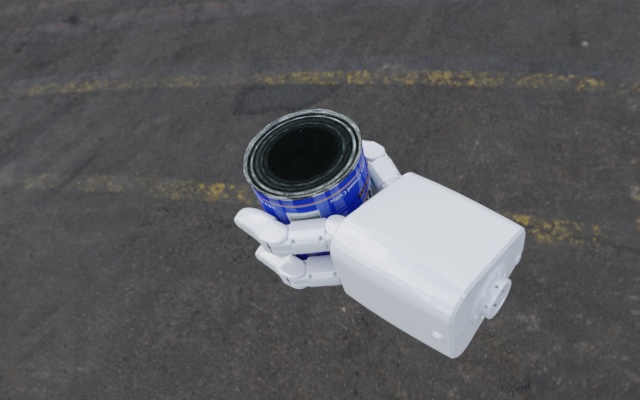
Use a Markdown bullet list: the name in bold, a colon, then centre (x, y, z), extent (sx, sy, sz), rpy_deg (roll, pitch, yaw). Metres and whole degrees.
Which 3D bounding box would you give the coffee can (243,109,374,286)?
- **coffee can**: centre (0.000, 0.001, 0.448), extent (0.103, 0.102, 0.140), rpy_deg (0, -38, 17)
